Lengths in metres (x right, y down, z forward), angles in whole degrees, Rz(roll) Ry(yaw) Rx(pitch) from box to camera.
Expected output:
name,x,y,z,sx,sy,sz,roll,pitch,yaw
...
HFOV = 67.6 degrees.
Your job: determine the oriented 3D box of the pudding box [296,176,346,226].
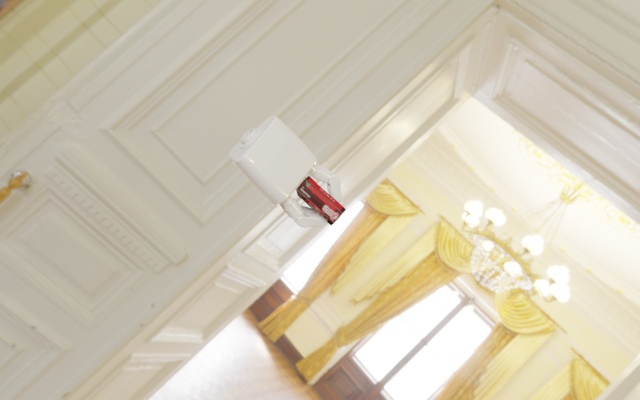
name,x,y,z,sx,sy,sz,roll,pitch,yaw
pudding box,0.000,0.003,0.869,0.090,0.039,0.113,43,-2,3
